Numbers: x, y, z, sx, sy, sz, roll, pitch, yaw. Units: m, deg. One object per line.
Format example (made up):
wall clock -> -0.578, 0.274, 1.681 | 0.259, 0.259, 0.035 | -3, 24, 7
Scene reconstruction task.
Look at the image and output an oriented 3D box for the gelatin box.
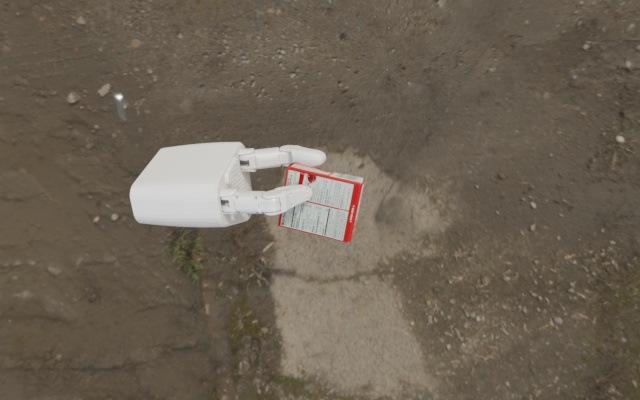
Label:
gelatin box -> 0.000, 0.002, 0.549 | 0.089, 0.073, 0.030 | 13, 18, 10
